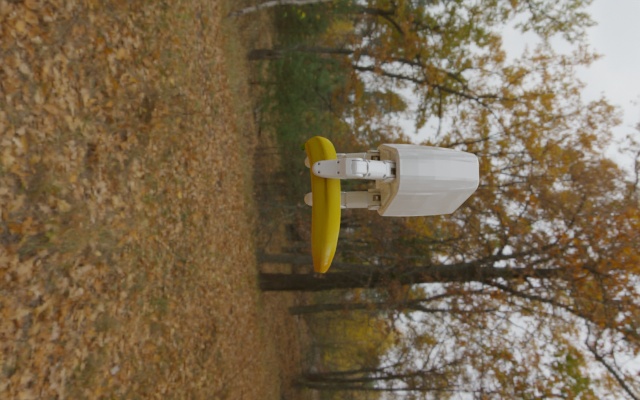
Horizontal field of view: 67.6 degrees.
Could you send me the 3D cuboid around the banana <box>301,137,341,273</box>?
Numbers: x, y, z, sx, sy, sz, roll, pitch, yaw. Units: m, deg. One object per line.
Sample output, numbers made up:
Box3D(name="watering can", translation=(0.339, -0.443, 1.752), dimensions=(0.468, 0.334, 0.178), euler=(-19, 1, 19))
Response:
Box3D(name="banana", translation=(0.003, -0.011, 0.602), dimensions=(0.037, 0.197, 0.070), euler=(2, -31, -12))
